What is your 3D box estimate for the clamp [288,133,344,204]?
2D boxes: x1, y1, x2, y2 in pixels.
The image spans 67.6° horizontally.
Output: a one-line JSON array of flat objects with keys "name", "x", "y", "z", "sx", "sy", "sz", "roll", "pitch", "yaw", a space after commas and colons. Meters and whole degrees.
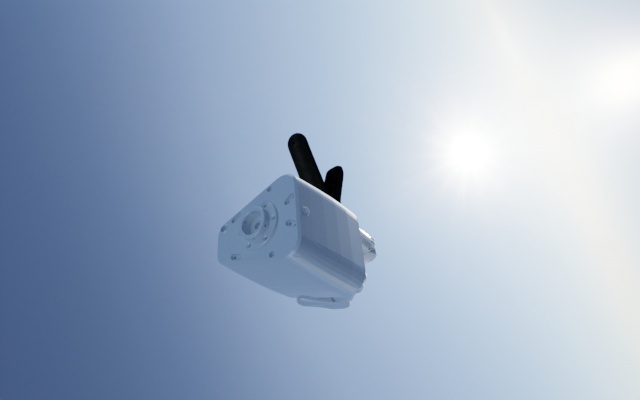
[{"name": "clamp", "x": 0.000, "y": 0.002, "z": 0.582, "sx": 0.039, "sy": 0.171, "sz": 0.120, "roll": -26, "pitch": -39, "yaw": 26}]
